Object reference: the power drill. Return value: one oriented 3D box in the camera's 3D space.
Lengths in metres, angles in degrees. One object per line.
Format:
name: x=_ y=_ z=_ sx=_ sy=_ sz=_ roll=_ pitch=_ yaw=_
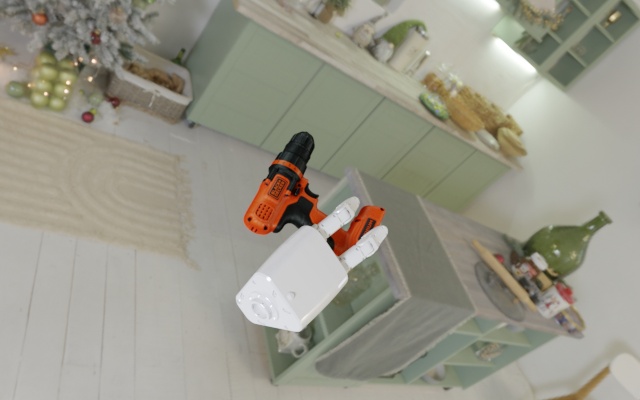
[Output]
power drill: x=0.000 y=0.003 z=0.726 sx=0.187 sy=0.184 sz=0.057 roll=29 pitch=-24 yaw=-4
